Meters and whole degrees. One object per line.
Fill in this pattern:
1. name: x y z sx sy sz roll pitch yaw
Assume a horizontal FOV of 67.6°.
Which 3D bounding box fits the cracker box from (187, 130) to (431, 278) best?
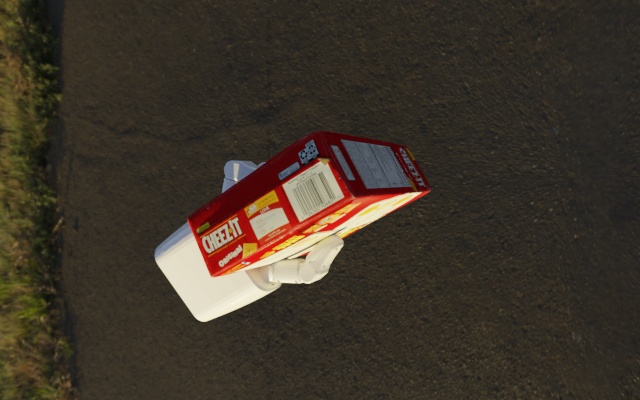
1. cracker box: 0.000 0.002 0.492 0.164 0.072 0.213 -31 -12 26
